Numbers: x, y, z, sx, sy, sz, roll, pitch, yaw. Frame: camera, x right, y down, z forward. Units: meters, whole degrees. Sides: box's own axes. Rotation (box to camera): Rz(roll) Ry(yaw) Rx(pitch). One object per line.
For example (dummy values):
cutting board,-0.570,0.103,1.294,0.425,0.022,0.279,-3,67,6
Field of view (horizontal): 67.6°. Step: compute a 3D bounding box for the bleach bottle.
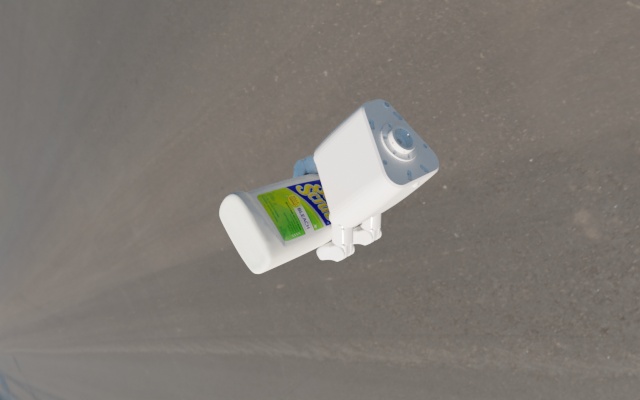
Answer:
bleach bottle,0.000,0.002,0.631,0.251,0.102,0.068,-24,-12,-38
